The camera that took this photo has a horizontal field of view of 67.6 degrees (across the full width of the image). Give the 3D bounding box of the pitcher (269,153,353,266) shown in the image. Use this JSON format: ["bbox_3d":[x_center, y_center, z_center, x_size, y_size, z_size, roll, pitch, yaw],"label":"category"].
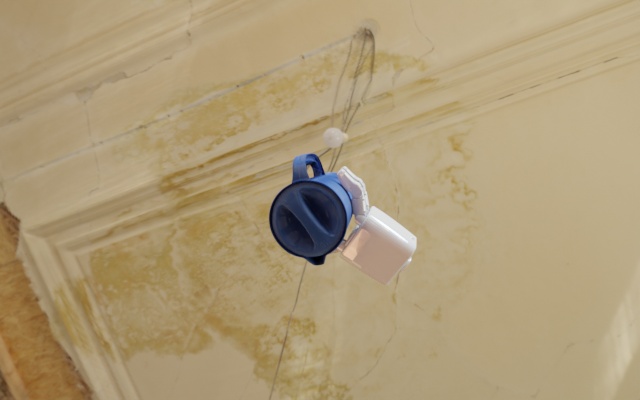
[{"bbox_3d":[0.000,0.003,0.892,0.145,0.149,0.243,34,15,4],"label":"pitcher"}]
